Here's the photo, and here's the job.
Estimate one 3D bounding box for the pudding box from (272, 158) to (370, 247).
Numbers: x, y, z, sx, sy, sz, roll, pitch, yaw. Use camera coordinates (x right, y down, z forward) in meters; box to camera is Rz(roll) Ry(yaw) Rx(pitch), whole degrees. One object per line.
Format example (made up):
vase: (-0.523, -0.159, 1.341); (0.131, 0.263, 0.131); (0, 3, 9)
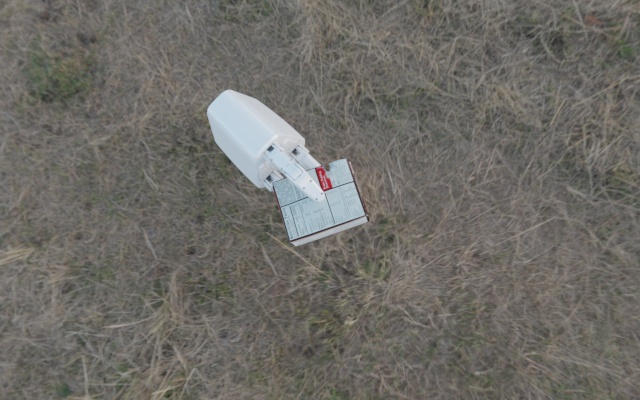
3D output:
pudding box: (0.000, 0.002, 0.647); (0.113, 0.090, 0.039); (-19, -15, 6)
